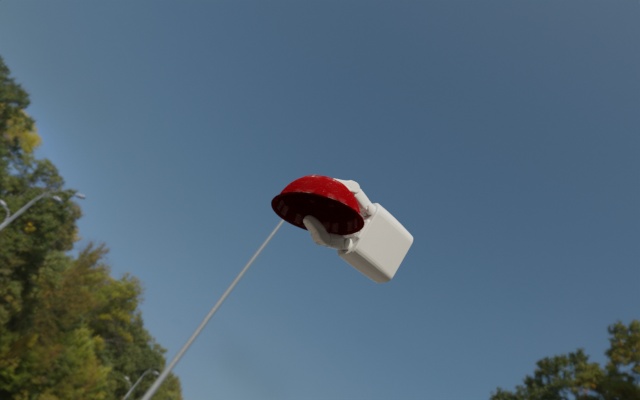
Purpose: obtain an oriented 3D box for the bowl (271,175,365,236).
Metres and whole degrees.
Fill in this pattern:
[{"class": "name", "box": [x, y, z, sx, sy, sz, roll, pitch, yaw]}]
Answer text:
[{"class": "bowl", "box": [-0.001, 0.002, 0.814, 0.162, 0.055, 0.162, 11, -24, 5]}]
